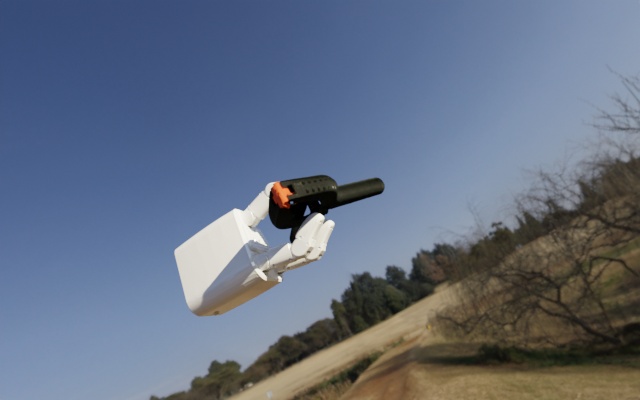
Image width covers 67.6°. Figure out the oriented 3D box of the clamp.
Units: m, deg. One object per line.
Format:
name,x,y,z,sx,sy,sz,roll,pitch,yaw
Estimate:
clamp,-0.001,0.001,0.622,0.164,0.036,0.210,-34,-19,7
